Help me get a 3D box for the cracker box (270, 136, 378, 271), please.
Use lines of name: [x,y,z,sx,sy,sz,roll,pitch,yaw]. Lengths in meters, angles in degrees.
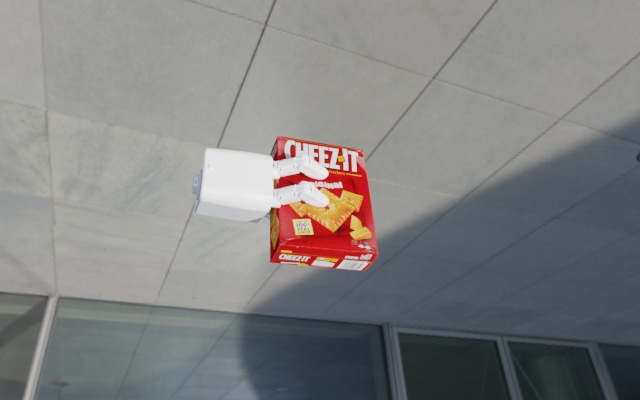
cracker box: [0.000,0.003,0.796,0.164,0.213,0.072,8,-35,-18]
